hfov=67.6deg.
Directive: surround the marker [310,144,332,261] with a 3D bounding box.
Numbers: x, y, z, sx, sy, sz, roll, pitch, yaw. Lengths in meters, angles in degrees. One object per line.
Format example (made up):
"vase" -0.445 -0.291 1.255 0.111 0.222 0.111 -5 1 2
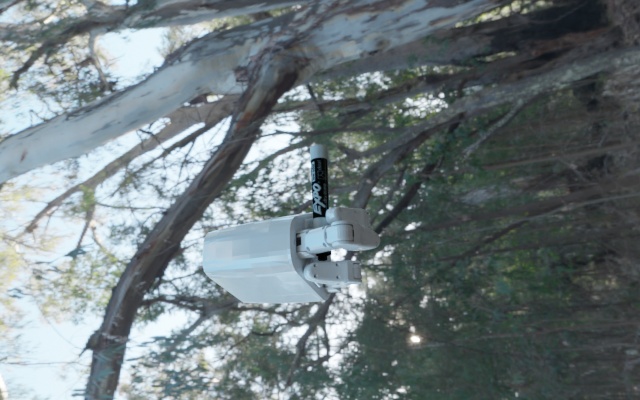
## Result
"marker" 0.000 0.002 0.489 0.020 0.121 0.020 -2 -17 -1
